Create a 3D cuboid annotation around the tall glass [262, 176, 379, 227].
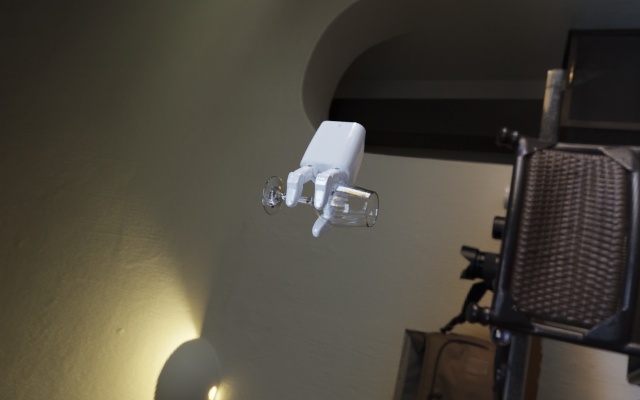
[{"bbox_3d":[-0.001,0.003,0.855,0.201,0.079,0.079,8,4,26],"label":"tall glass"}]
